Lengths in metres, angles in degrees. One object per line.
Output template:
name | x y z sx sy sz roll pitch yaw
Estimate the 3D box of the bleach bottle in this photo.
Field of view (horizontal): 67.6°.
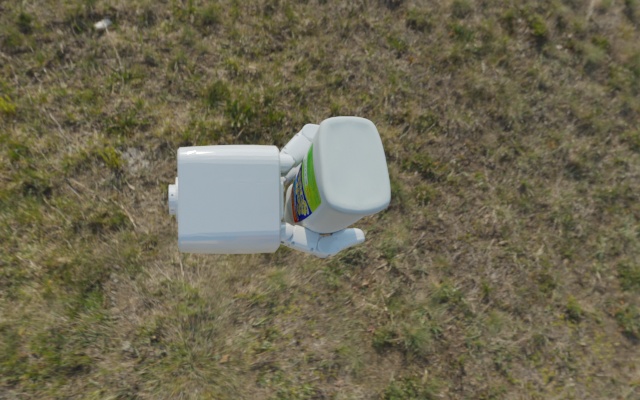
bleach bottle | 0.000 0.002 0.556 0.068 0.102 0.251 -2 -18 -16
